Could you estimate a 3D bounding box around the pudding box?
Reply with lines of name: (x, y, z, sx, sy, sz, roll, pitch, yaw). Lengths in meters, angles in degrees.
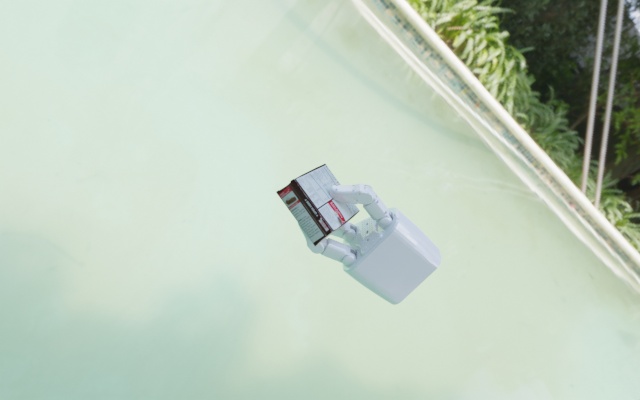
pudding box: (0.000, 0.002, 0.666, 0.039, 0.090, 0.113, -38, -3, 26)
